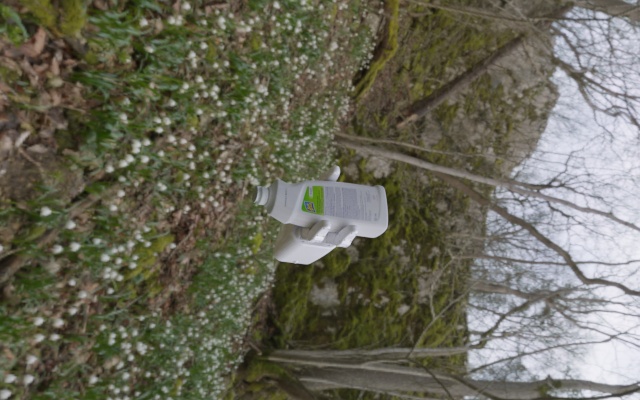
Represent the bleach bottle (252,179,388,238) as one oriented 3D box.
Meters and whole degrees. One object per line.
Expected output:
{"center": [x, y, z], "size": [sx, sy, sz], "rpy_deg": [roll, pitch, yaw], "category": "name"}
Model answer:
{"center": [0.000, 0.003, 0.865], "size": [0.251, 0.102, 0.068], "rpy_deg": [11, -29, -25], "category": "bleach bottle"}
